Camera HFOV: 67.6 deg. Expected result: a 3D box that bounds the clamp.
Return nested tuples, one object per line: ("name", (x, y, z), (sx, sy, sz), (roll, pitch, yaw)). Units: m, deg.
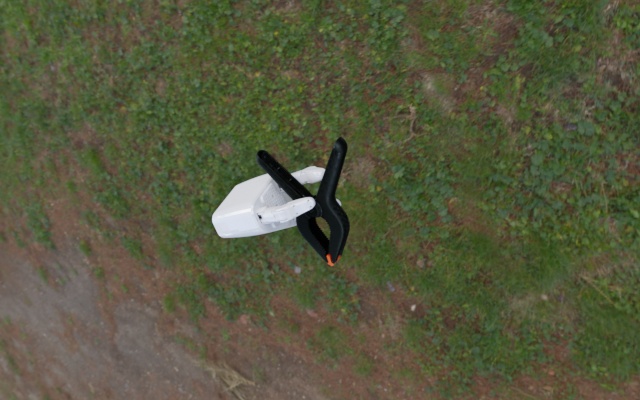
("clamp", (0.000, 0.003, 0.735), (0.164, 0.210, 0.036), (-12, 18, 39))
